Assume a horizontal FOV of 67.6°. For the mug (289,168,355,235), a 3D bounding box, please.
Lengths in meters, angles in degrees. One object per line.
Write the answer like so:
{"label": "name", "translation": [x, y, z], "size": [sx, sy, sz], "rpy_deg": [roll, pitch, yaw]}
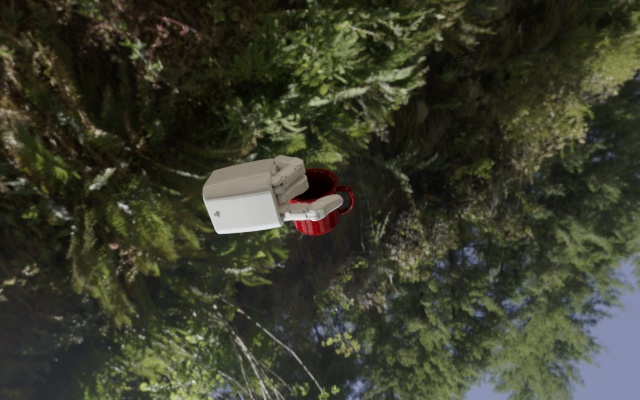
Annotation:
{"label": "mug", "translation": [0.002, 0.003, 0.813], "size": [0.117, 0.082, 0.093], "rpy_deg": [-7, 38, 4]}
